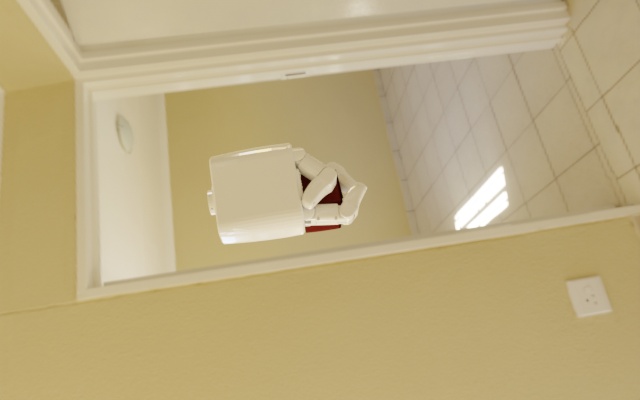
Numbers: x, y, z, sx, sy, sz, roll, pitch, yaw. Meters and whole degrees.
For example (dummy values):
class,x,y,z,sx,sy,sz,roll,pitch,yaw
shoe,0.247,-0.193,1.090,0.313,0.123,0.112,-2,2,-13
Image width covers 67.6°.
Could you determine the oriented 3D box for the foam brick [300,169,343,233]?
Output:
class,x,y,z,sx,sy,sz,roll,pitch,yaw
foam brick,0.000,0.002,0.652,0.051,0.053,0.078,-9,-30,-6
